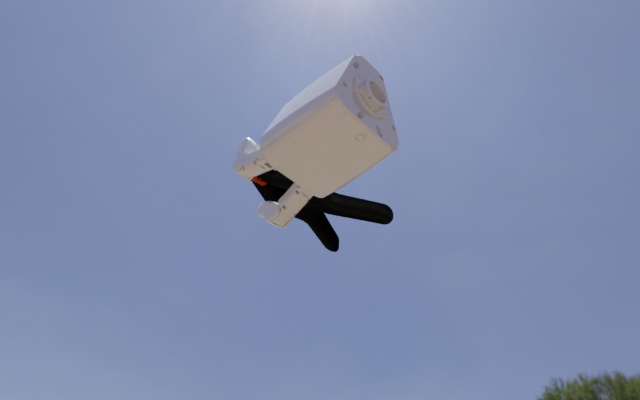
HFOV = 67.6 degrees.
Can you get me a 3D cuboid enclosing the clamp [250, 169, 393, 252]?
[{"bbox_3d":[0.000,0.001,0.572,0.120,0.039,0.171,-30,-51,35],"label":"clamp"}]
